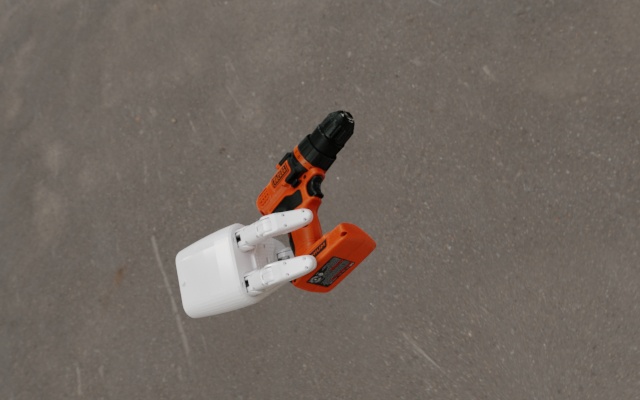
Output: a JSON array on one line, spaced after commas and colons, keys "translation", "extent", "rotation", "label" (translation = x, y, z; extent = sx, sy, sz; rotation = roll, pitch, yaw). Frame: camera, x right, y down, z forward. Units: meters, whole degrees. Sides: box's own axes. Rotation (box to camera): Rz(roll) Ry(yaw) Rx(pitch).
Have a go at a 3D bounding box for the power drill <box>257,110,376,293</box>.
[{"translation": [0.000, 0.002, 0.585], "extent": [0.057, 0.187, 0.184], "rotation": [20, -56, -36], "label": "power drill"}]
